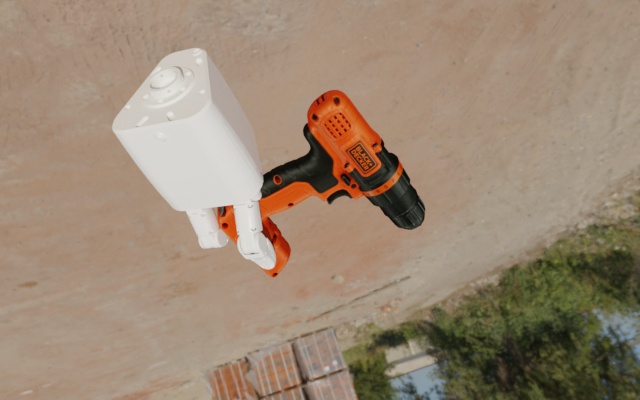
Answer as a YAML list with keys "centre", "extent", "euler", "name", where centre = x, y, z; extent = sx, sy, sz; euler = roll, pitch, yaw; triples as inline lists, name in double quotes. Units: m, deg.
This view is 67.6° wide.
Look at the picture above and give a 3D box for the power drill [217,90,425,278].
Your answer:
- centre: [0.000, 0.002, 0.512]
  extent: [0.188, 0.184, 0.057]
  euler: [-35, 26, 11]
  name: "power drill"
